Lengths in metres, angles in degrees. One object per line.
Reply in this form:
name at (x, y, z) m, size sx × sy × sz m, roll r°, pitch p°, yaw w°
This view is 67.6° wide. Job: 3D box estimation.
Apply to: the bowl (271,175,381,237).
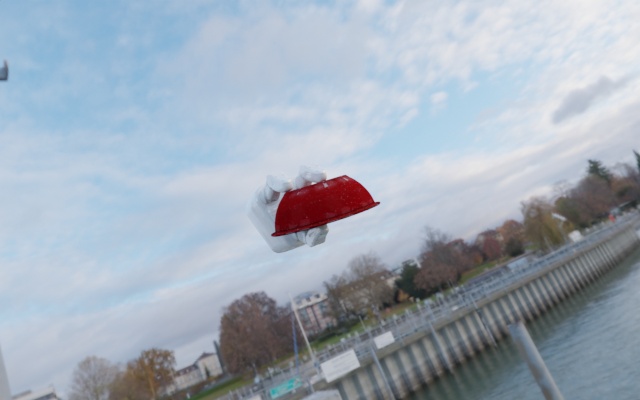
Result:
bowl at (0.001, 0.002, 0.676) m, size 0.162 × 0.055 × 0.162 m, roll -17°, pitch 2°, yaw 1°
